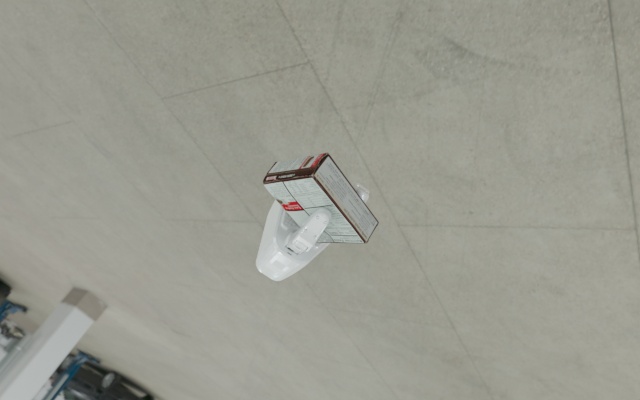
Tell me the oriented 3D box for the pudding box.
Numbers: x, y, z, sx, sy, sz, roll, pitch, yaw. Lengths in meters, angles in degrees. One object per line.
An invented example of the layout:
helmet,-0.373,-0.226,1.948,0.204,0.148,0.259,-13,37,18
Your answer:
pudding box,0.000,0.002,0.547,0.090,0.039,0.113,-5,-46,45
